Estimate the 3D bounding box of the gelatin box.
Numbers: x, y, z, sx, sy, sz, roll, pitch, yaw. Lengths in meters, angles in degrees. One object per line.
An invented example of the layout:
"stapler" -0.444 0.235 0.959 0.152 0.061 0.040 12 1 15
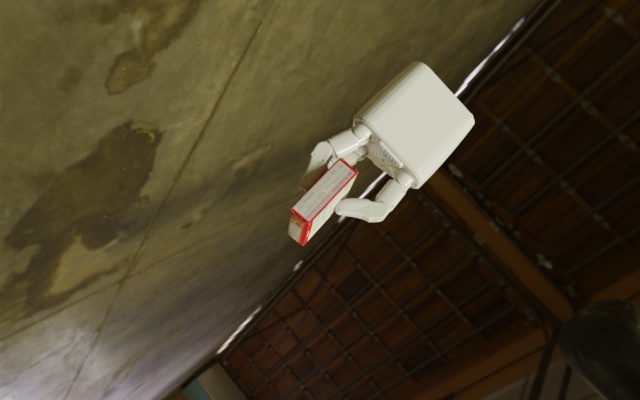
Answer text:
"gelatin box" 0.000 0.002 0.549 0.030 0.089 0.073 39 -23 9
